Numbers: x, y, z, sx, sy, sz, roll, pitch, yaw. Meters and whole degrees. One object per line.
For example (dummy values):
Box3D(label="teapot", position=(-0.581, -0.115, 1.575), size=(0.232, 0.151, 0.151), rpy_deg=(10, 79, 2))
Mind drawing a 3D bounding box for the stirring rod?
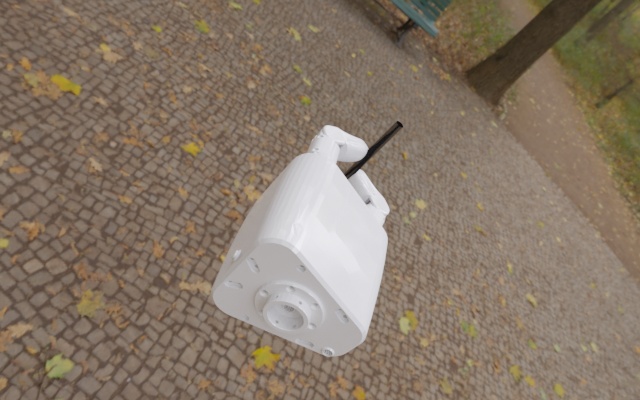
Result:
Box3D(label="stirring rod", position=(0.000, 0.002, 0.493), size=(0.011, 0.011, 0.240), rpy_deg=(0, -35, -46))
